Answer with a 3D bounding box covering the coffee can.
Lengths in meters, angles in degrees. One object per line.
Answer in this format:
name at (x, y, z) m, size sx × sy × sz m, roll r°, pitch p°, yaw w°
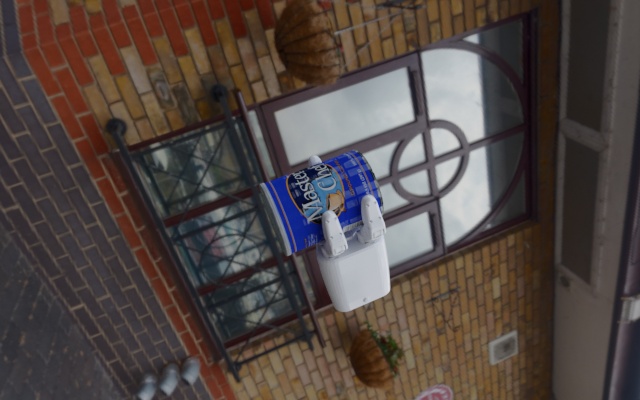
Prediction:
coffee can at (0.000, 0.002, 0.648) m, size 0.140 × 0.103 × 0.103 m, roll -21°, pitch 4°, yaw -10°
